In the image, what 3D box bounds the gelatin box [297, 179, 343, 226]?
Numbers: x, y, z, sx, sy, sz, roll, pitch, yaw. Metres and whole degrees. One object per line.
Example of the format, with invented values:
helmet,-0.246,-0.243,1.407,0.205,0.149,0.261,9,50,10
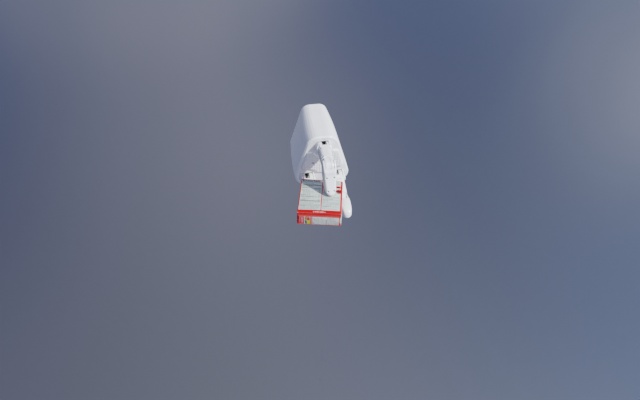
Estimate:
gelatin box,0.000,0.003,0.807,0.073,0.030,0.089,3,42,2
